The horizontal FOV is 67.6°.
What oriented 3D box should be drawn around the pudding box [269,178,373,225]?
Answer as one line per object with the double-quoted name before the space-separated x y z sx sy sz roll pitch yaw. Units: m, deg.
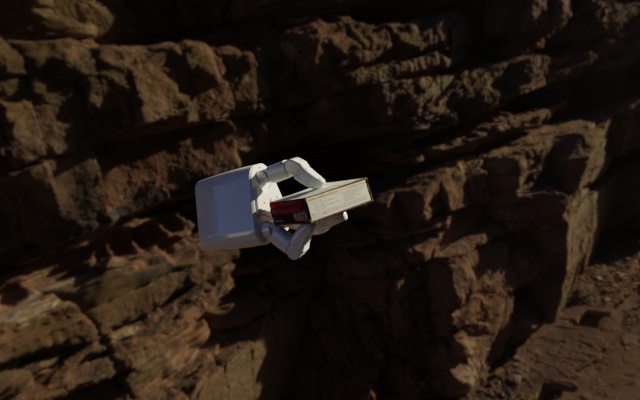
"pudding box" 0.000 0.002 0.653 0.113 0.039 0.090 -21 10 -35
